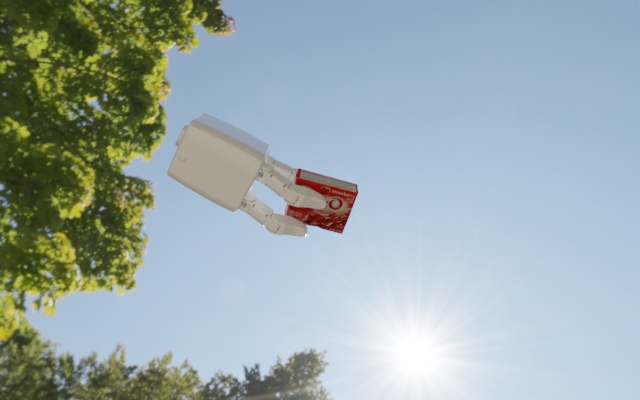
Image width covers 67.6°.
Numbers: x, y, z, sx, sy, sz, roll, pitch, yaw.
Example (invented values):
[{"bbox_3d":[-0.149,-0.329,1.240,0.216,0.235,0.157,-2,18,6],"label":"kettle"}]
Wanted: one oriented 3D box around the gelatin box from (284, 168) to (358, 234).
[{"bbox_3d":[0.000,0.002,0.673,0.089,0.073,0.030,15,32,-7],"label":"gelatin box"}]
